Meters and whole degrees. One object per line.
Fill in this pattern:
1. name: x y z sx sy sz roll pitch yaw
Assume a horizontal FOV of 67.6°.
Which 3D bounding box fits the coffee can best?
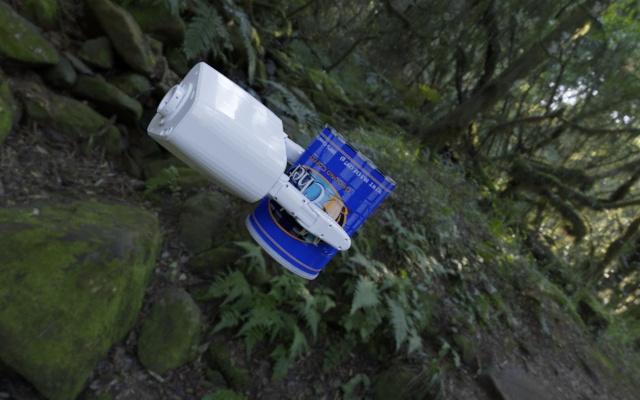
1. coffee can: 0.000 0.002 0.529 0.103 0.140 0.103 40 7 -6
